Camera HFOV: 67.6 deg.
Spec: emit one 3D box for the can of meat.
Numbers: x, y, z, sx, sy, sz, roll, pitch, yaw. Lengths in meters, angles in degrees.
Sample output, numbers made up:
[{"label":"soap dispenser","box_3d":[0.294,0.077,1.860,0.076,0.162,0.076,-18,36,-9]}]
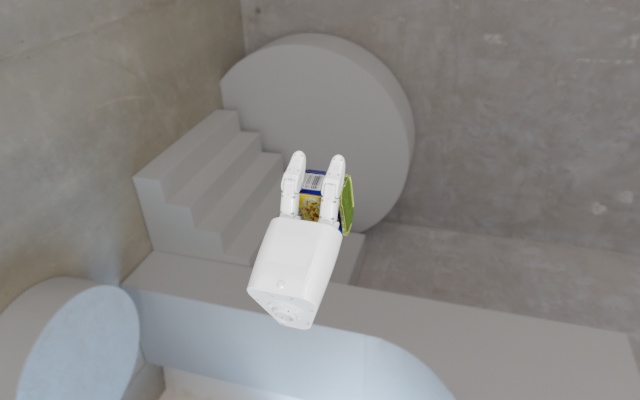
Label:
[{"label":"can of meat","box_3d":[0.000,0.002,0.678,0.084,0.057,0.102,8,-39,16]}]
